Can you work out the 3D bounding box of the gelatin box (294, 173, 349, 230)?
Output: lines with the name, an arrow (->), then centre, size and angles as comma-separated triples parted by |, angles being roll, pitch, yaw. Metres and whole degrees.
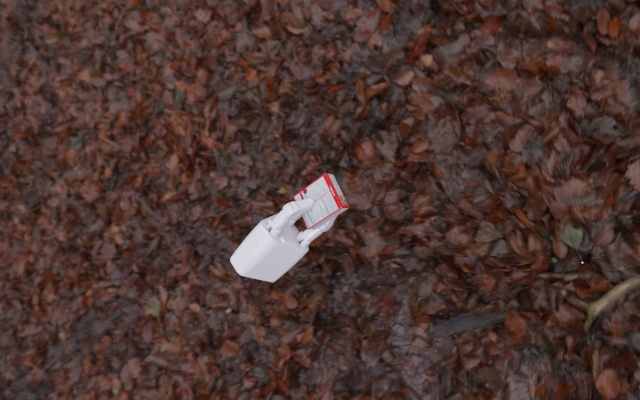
gelatin box -> 0.000, 0.003, 0.889 | 0.089, 0.073, 0.030 | -35, -20, 29
